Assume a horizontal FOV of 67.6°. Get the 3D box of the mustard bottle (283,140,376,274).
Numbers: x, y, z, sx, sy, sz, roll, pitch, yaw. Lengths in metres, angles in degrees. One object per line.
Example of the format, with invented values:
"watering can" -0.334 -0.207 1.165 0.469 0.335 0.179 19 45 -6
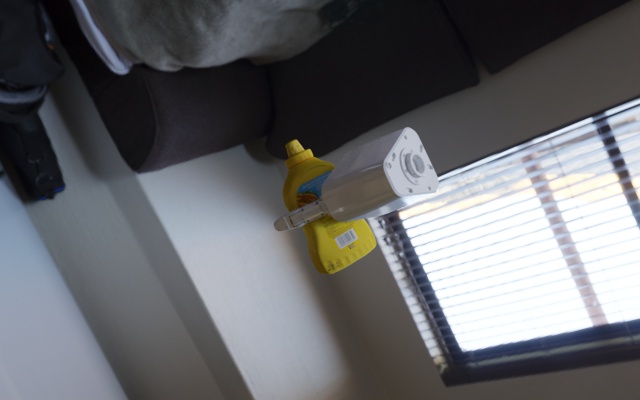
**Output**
"mustard bottle" 0.000 0.003 0.687 0.096 0.191 0.058 -28 5 -23
